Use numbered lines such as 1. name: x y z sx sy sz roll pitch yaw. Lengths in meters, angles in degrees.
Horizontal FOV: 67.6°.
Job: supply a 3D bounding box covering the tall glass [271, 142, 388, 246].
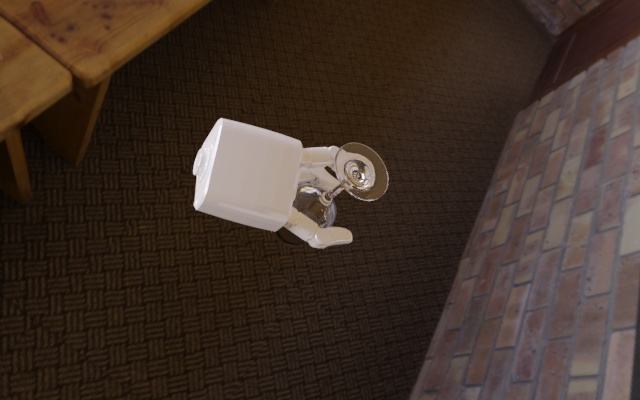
1. tall glass: 0.001 0.002 0.632 0.079 0.079 0.201 0 -22 -31
